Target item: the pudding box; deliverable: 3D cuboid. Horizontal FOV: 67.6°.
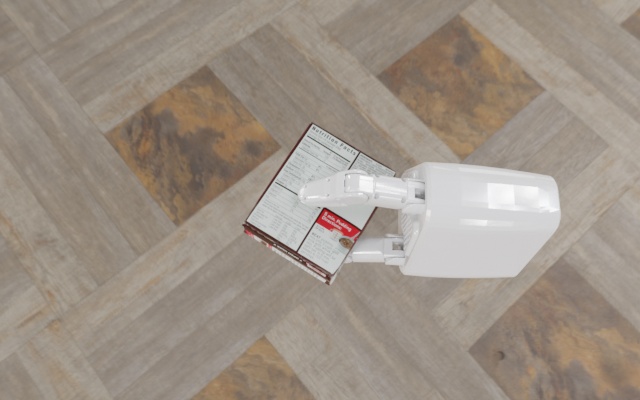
[{"bbox_3d":[0.000,0.001,0.413,0.090,0.113,0.039,31,-19,5],"label":"pudding box"}]
